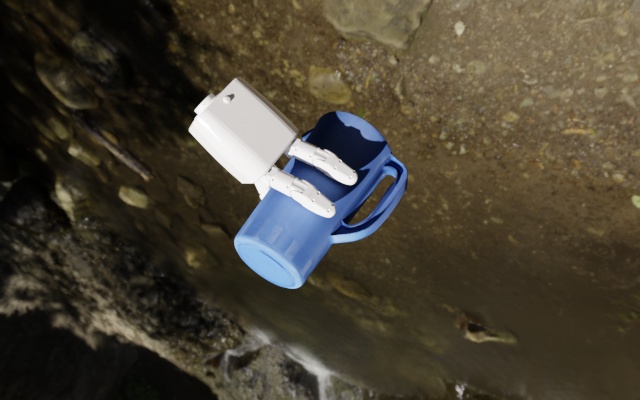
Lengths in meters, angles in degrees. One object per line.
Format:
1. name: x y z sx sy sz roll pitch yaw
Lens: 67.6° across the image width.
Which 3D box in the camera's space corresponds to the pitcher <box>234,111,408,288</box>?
1. pitcher: 0.000 0.002 0.667 0.145 0.242 0.149 44 -28 -16
